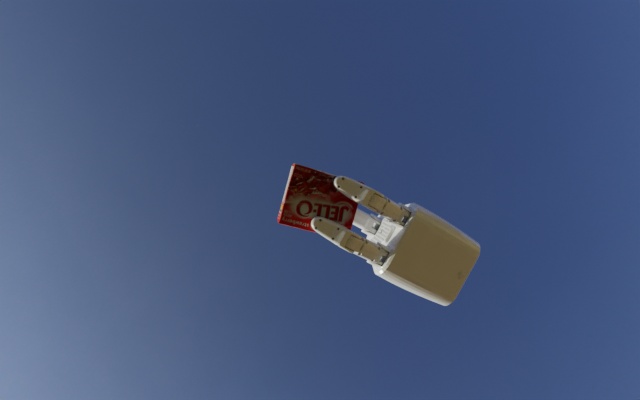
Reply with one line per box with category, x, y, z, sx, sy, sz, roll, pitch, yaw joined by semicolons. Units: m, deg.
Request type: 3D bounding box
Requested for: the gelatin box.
gelatin box;0.000;0.002;0.575;0.089;0.073;0.030;15;3;-10
